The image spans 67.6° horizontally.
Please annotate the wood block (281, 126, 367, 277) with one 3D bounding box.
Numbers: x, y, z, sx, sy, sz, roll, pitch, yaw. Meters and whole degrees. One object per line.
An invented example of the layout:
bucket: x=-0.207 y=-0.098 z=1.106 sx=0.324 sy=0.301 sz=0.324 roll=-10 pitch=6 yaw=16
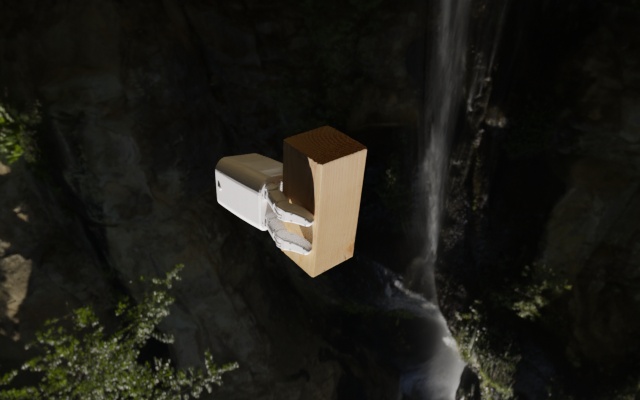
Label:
wood block: x=0.000 y=0.002 z=0.743 sx=0.091 sy=0.206 sz=0.090 roll=-24 pitch=44 yaw=-34
